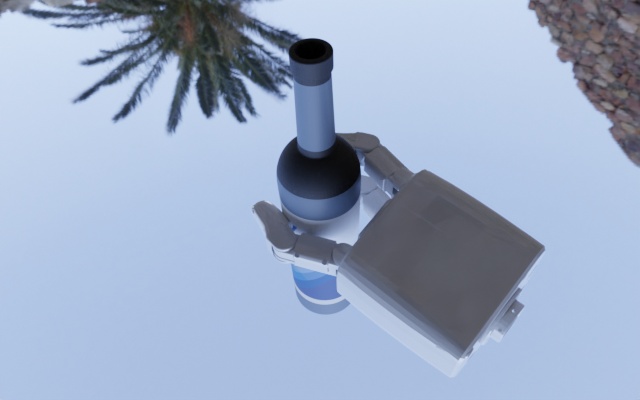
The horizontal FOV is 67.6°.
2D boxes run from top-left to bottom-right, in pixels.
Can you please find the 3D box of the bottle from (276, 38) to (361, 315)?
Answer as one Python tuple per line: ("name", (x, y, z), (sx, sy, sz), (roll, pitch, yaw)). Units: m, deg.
("bottle", (0.000, 0.001, 0.402), (0.069, 0.069, 0.296), (0, -39, 3))
